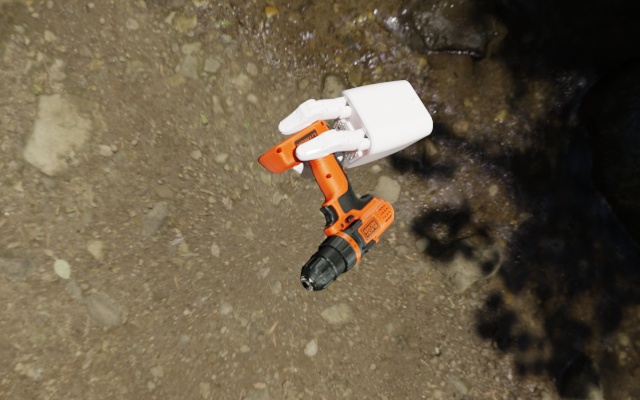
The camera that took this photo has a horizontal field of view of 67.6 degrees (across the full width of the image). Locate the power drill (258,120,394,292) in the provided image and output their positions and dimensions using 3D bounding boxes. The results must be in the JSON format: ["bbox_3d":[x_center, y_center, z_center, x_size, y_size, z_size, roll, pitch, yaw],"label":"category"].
[{"bbox_3d":[0.000,0.002,0.631,0.057,0.188,0.184,-22,13,49],"label":"power drill"}]
